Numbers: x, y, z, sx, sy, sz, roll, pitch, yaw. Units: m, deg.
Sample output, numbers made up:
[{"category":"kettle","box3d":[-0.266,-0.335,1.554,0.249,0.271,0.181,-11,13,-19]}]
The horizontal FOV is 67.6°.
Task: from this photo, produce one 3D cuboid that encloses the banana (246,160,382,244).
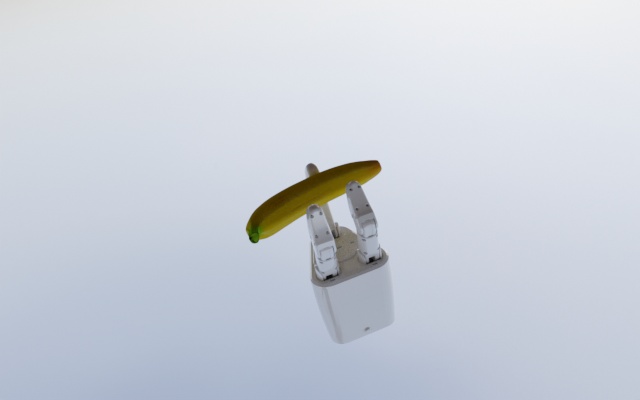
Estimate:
[{"category":"banana","box3d":[-0.014,0.000,0.552,0.197,0.037,0.069,-32,29,-32]}]
